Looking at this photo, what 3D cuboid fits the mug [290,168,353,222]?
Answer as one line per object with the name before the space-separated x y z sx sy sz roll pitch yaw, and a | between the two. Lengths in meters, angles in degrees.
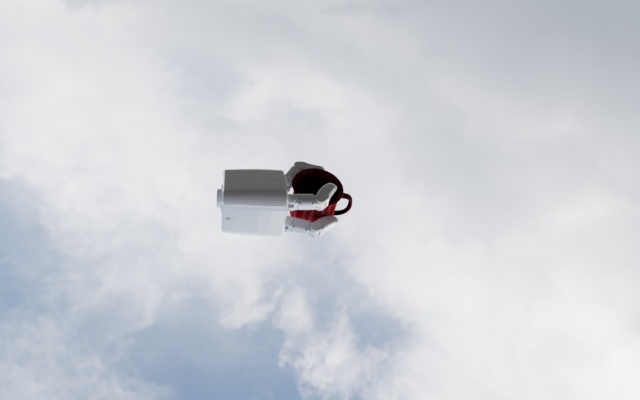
mug | 0.002 0.003 0.873 0.117 0.093 0.082 4 -42 -10
